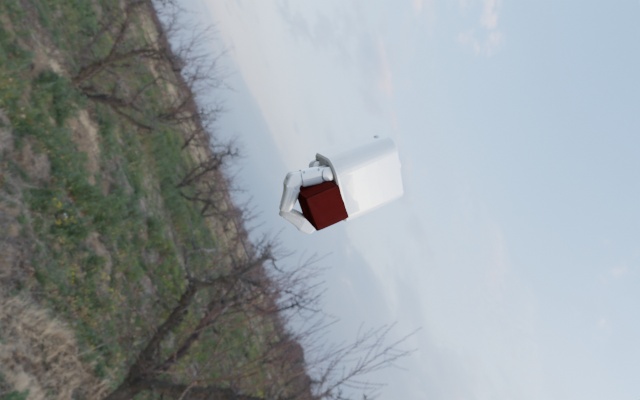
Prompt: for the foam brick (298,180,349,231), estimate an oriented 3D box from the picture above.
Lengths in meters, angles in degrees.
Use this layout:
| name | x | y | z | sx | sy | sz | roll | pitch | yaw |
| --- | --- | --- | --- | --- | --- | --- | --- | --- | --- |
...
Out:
| name | x | y | z | sx | sy | sz | roll | pitch | yaw |
| --- | --- | --- | --- | --- | --- | --- | --- | --- | --- |
| foam brick | 0.000 | 0.002 | 0.696 | 0.051 | 0.053 | 0.078 | -21 | 18 | -10 |
